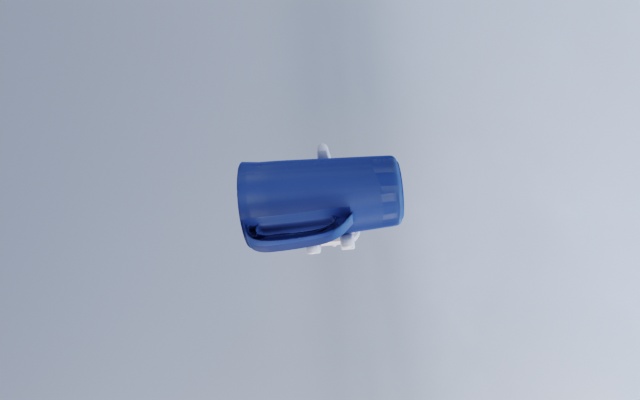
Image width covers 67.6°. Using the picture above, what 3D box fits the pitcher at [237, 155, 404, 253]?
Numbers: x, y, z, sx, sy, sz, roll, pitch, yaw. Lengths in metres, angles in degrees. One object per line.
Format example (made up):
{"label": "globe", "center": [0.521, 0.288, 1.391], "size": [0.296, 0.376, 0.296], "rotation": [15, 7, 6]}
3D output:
{"label": "pitcher", "center": [0.000, 0.002, 0.722], "size": [0.243, 0.149, 0.145], "rotation": [-6, -11, 3]}
